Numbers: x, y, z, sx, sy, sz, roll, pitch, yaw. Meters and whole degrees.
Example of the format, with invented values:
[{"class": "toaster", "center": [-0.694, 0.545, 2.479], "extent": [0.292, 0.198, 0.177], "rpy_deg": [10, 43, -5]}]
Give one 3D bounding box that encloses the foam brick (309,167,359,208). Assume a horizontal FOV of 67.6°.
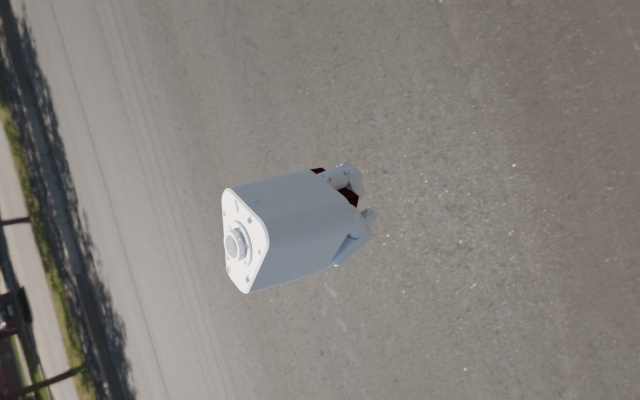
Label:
[{"class": "foam brick", "center": [0.000, 0.002, 0.585], "extent": [0.051, 0.053, 0.078], "rpy_deg": [-14, 39, -36]}]
